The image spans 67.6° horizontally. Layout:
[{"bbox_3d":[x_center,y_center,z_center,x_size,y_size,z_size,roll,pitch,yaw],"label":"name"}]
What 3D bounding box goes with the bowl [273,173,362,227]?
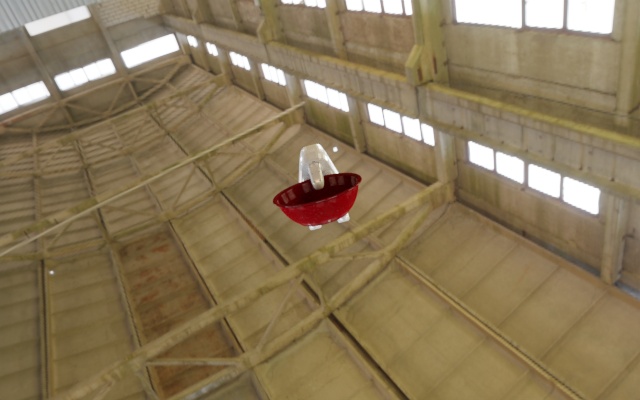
[{"bbox_3d":[0.000,0.004,0.843,0.162,0.055,0.162,-14,16,4],"label":"bowl"}]
